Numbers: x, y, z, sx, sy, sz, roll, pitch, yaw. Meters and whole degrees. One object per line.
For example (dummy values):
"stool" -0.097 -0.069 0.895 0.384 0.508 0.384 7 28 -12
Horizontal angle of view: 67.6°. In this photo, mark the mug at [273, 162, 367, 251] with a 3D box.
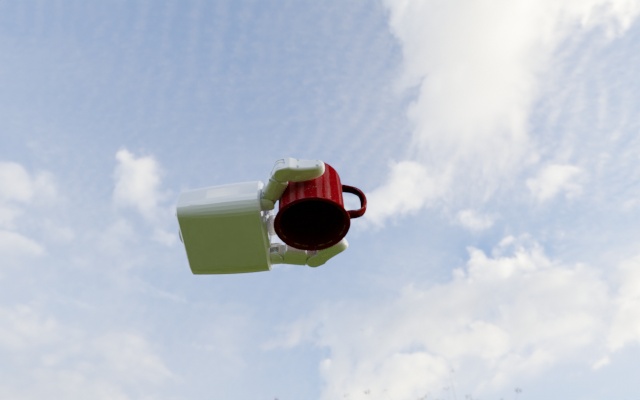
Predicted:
"mug" 0.002 0.002 0.602 0.117 0.093 0.081 -4 43 0
